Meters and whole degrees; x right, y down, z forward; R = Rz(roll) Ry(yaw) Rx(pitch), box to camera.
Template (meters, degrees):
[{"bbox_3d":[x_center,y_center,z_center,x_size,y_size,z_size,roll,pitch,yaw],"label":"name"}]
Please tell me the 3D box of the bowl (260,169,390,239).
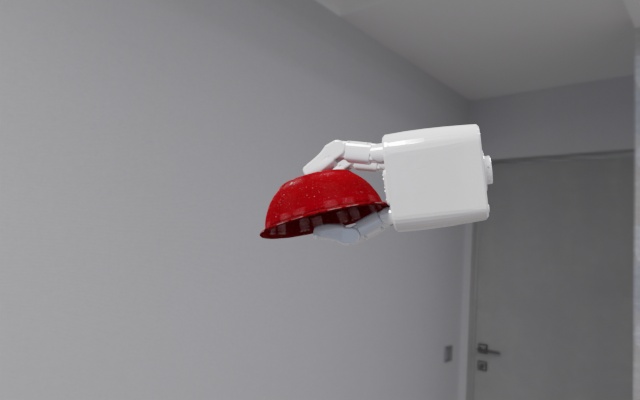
[{"bbox_3d":[-0.001,0.002,0.585,0.162,0.055,0.162,-13,-11,-2],"label":"bowl"}]
